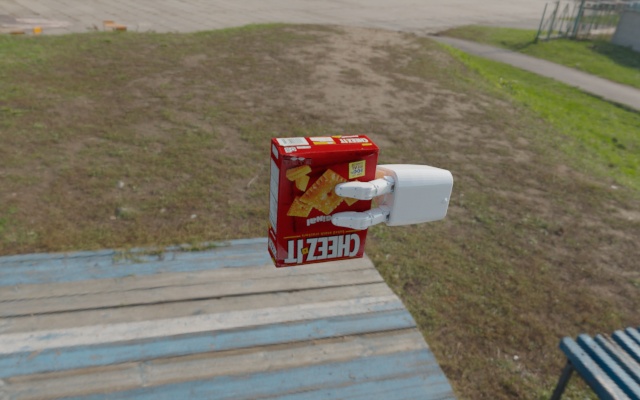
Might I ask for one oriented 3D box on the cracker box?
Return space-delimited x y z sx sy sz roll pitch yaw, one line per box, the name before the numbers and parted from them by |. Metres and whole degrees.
cracker box | 0.000 0.002 0.800 0.164 0.214 0.072 -4 29 -17
